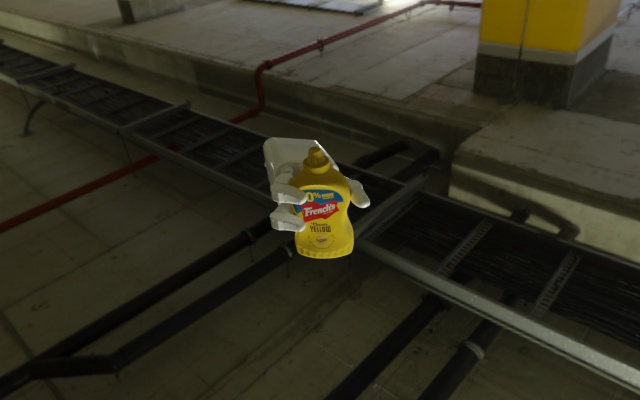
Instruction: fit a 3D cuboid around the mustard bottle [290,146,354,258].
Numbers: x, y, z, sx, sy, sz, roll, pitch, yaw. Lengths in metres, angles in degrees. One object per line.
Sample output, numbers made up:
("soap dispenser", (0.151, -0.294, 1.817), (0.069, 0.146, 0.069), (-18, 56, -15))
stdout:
("mustard bottle", (0.000, 0.003, 0.755), (0.096, 0.192, 0.058), (0, 34, 9))
